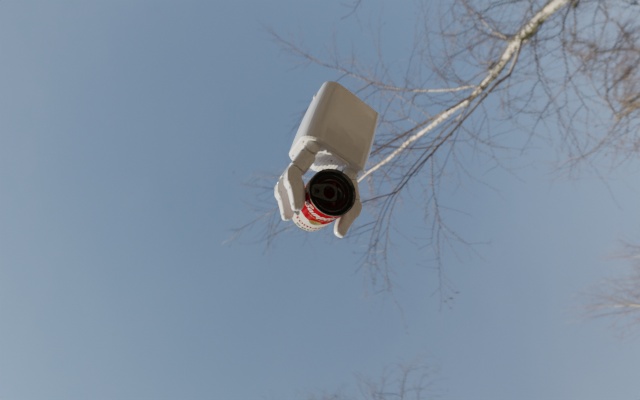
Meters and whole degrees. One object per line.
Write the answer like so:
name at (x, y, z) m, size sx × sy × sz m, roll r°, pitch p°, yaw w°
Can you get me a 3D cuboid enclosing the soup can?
soup can at (0.000, 0.003, 0.689) m, size 0.068 × 0.068 × 0.102 m, roll 0°, pitch -16°, yaw -20°
